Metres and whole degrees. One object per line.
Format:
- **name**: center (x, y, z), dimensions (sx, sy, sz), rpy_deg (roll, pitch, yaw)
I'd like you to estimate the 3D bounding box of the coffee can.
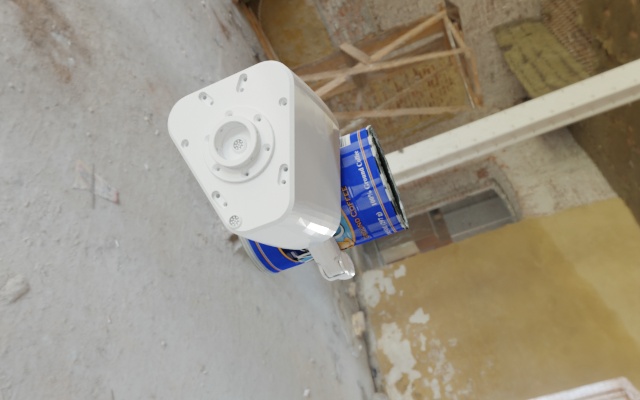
- **coffee can**: center (0.000, 0.002, 0.456), dimensions (0.140, 0.103, 0.103), rpy_deg (-20, -5, 12)
